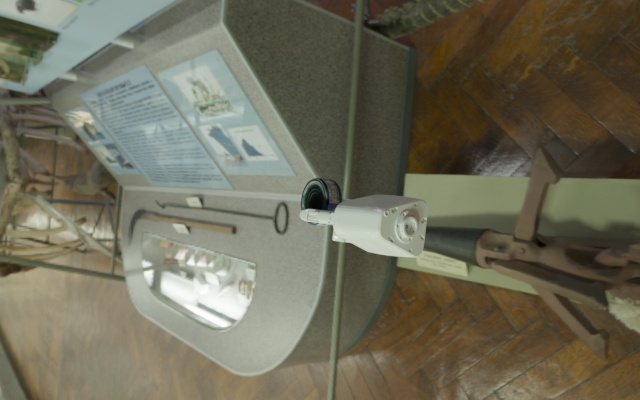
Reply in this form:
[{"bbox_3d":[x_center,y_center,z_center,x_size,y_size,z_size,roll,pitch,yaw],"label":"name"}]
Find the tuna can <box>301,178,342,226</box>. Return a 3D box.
[{"bbox_3d":[0.000,0.003,0.858,0.034,0.086,0.086,5,-3,-34],"label":"tuna can"}]
